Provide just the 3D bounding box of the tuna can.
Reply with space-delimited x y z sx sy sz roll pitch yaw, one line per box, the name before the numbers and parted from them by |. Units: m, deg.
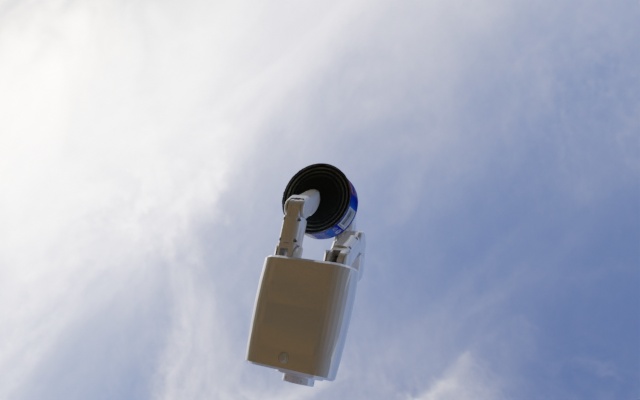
tuna can | 0.000 0.002 0.562 0.086 0.086 0.034 0 -19 23
